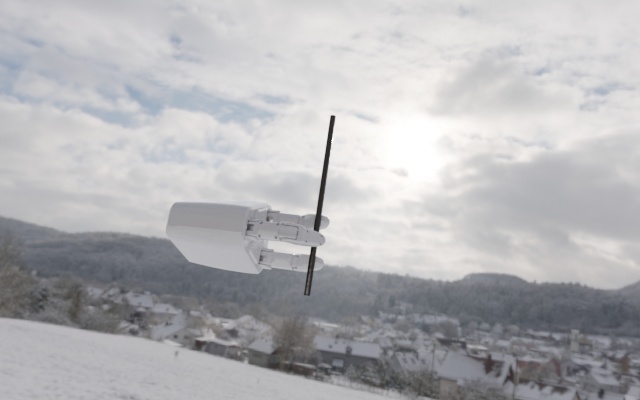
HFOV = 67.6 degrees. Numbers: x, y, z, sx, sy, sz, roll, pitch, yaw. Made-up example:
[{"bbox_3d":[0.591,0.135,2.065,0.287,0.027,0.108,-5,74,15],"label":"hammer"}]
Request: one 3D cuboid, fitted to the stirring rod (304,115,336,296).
[{"bbox_3d":[0.000,0.002,0.619,0.011,0.239,0.011,8,-12,2],"label":"stirring rod"}]
